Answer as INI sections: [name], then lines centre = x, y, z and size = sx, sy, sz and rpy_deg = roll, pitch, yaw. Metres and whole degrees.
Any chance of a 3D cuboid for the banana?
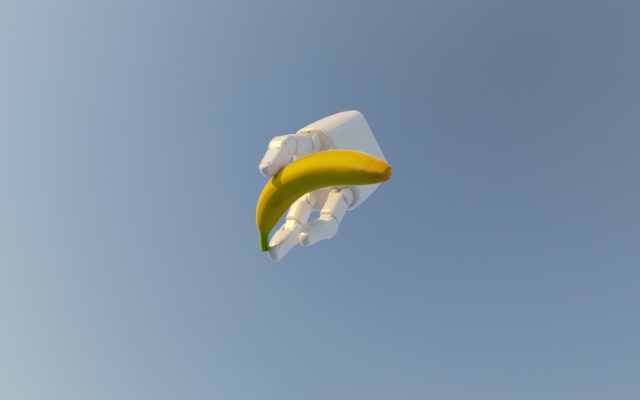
[banana]
centre = -0.012, -0.013, 0.509
size = 0.198, 0.069, 0.037
rpy_deg = -32, 0, 38
